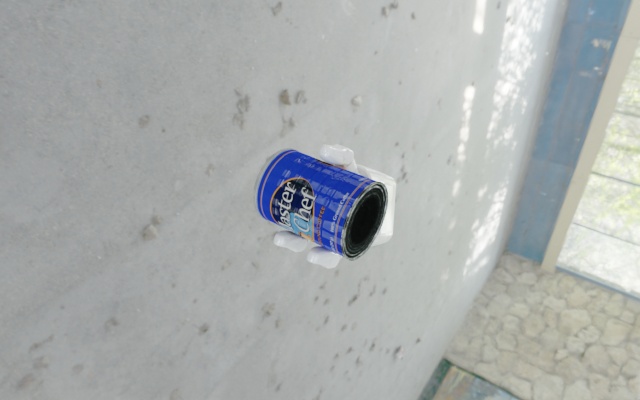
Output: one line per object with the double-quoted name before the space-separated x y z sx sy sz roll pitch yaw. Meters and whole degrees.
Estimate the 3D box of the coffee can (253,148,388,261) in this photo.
"coffee can" 0.000 0.002 0.609 0.140 0.103 0.103 23 12 29
